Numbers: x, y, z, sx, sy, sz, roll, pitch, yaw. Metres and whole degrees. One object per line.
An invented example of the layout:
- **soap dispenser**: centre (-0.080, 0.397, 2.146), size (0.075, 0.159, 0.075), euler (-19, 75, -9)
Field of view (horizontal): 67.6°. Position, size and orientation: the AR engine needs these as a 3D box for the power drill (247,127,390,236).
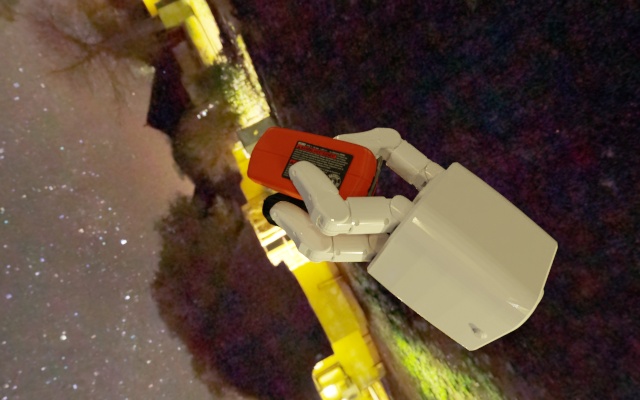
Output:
- **power drill**: centre (0.000, 0.001, 0.463), size (0.184, 0.057, 0.188), euler (14, -17, 21)
